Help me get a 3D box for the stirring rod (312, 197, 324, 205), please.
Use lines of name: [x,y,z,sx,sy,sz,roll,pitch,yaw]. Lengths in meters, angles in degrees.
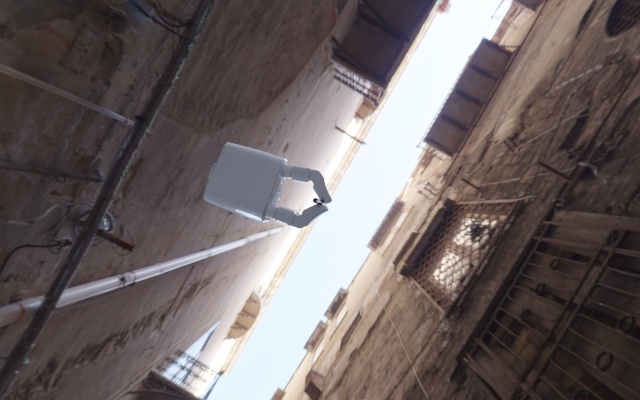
stirring rod: [0.000,0.002,0.757,0.011,0.011,0.239,0,-1,3]
